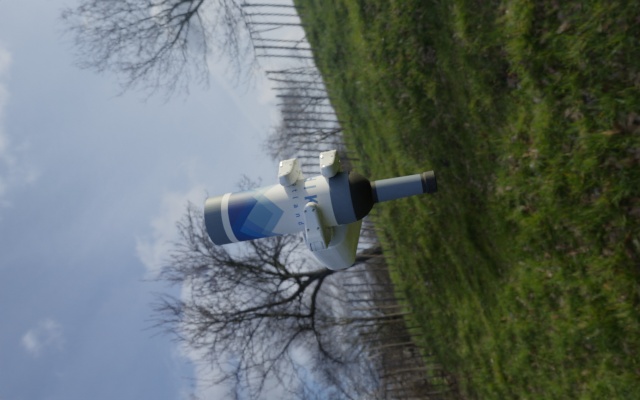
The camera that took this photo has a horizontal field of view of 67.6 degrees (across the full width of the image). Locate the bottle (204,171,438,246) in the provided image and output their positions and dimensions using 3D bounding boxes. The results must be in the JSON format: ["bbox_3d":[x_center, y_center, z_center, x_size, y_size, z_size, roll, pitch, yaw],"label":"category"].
[{"bbox_3d":[0.000,0.002,0.617,0.296,0.069,0.069,-10,-2,10],"label":"bottle"}]
